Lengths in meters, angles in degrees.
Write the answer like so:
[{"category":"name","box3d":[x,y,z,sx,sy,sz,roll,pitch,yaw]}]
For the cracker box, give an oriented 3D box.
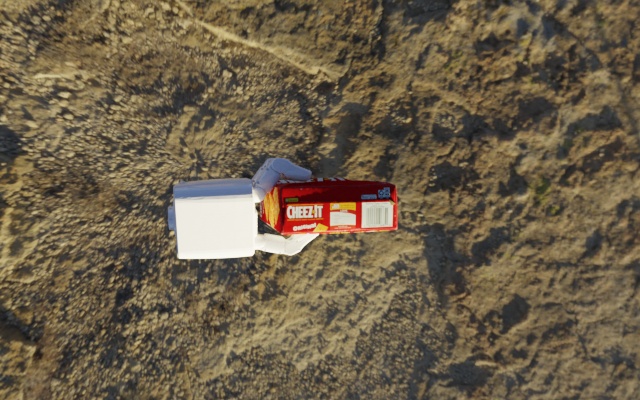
[{"category":"cracker box","box3d":[0.000,0.003,0.728,0.164,0.072,0.213,-2,5,-14]}]
